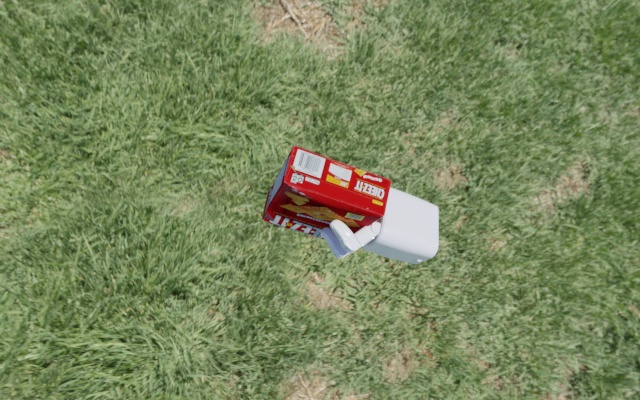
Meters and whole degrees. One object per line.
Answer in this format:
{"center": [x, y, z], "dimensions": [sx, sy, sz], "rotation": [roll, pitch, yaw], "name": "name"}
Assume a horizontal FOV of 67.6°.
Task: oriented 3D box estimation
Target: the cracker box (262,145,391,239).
{"center": [0.000, 0.002, 0.808], "dimensions": [0.164, 0.072, 0.214], "rotation": [19, -22, -10], "name": "cracker box"}
